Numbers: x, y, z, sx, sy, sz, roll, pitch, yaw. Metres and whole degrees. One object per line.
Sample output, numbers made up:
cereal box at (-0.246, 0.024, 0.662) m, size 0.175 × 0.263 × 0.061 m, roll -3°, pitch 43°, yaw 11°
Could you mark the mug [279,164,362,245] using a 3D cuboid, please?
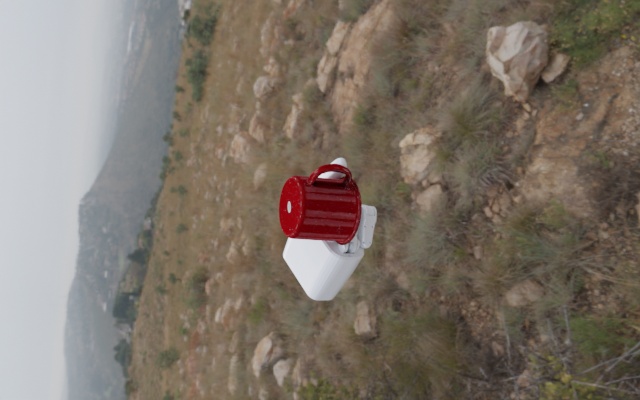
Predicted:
mug at (0.000, 0.001, 0.619) m, size 0.081 × 0.117 × 0.093 m, roll 4°, pitch 41°, yaw -26°
